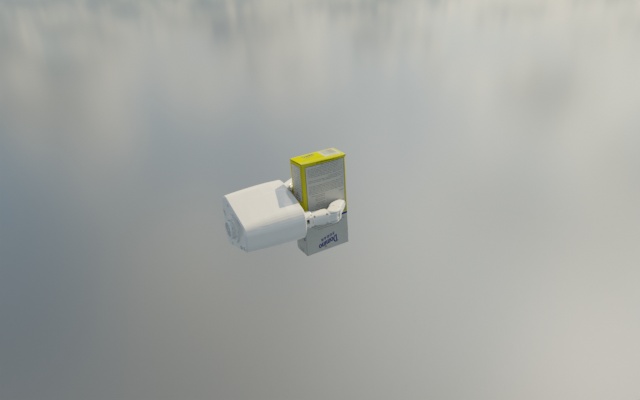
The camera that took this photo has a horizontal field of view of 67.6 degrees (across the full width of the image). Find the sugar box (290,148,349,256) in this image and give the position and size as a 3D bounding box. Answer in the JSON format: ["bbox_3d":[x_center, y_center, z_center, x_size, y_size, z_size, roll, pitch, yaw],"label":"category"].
[{"bbox_3d":[0.000,0.003,0.852,0.093,0.176,0.048,-16,30,-28],"label":"sugar box"}]
